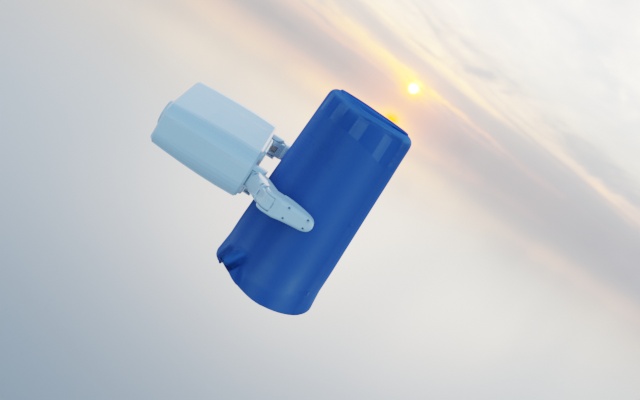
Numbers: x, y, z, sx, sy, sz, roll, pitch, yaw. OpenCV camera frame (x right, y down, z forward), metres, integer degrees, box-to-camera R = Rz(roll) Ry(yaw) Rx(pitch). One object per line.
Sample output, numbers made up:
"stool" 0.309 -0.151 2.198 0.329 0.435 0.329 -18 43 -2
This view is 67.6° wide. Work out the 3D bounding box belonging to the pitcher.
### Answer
"pitcher" 0.000 0.002 0.558 0.145 0.243 0.149 31 15 -10
